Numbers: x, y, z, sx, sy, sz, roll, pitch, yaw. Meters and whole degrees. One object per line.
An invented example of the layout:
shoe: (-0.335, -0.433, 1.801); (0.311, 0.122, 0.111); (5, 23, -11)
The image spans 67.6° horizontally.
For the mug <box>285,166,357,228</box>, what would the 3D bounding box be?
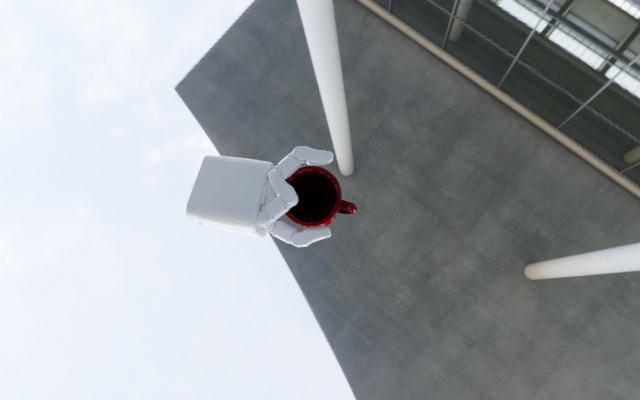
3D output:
mug: (0.002, 0.003, 0.750); (0.117, 0.093, 0.081); (10, -10, 7)
